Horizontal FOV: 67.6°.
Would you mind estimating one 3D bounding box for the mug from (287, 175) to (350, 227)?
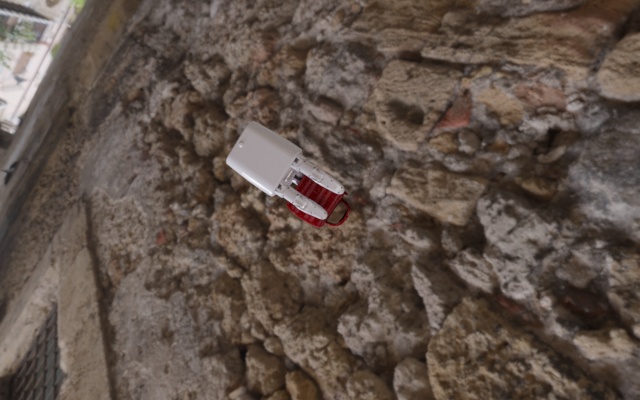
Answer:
[{"bbox_3d":[0.001,0.004,0.889,0.117,0.081,0.093,35,8,8],"label":"mug"}]
